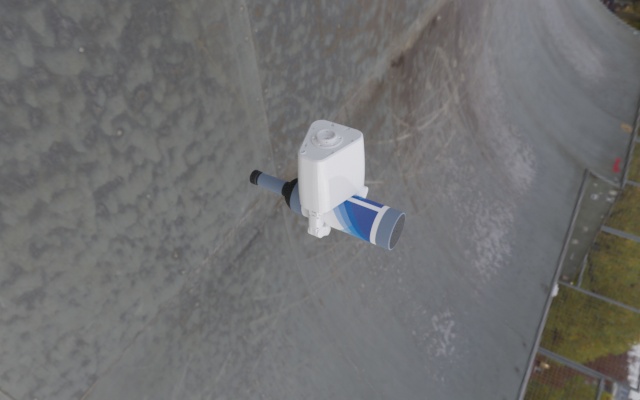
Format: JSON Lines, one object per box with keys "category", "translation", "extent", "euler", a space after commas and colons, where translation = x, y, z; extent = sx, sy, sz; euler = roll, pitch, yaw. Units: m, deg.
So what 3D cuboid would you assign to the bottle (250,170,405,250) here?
{"category": "bottle", "translation": [0.000, 0.003, 0.842], "extent": [0.295, 0.069, 0.069], "euler": [21, 9, 24]}
